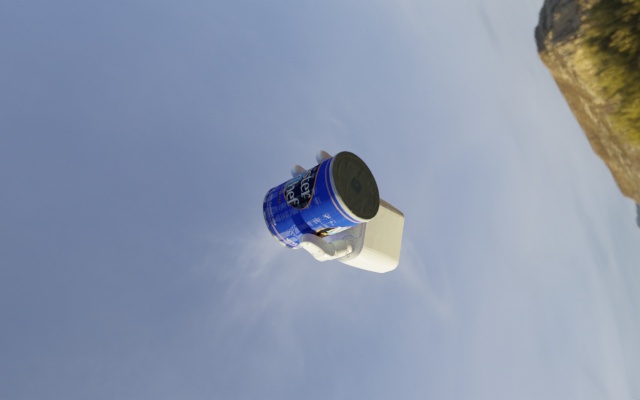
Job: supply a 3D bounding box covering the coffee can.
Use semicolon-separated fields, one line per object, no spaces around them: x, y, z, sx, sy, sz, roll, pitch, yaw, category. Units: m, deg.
0.000;0.002;0.696;0.140;0.102;0.103;-25;-15;36;coffee can
